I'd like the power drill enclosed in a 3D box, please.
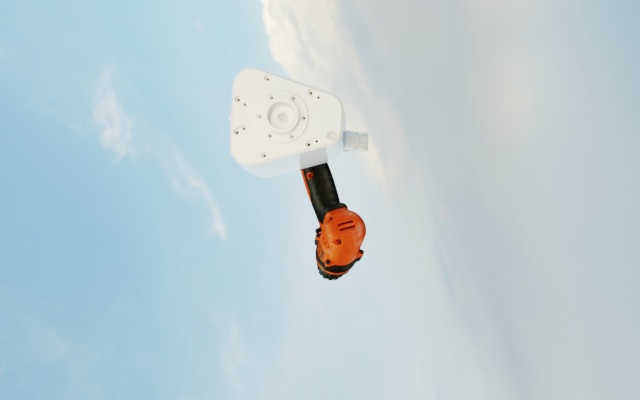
[{"bbox_3d":[0.000,0.001,0.609,0.057,0.187,0.184,-17,-20,-13],"label":"power drill"}]
